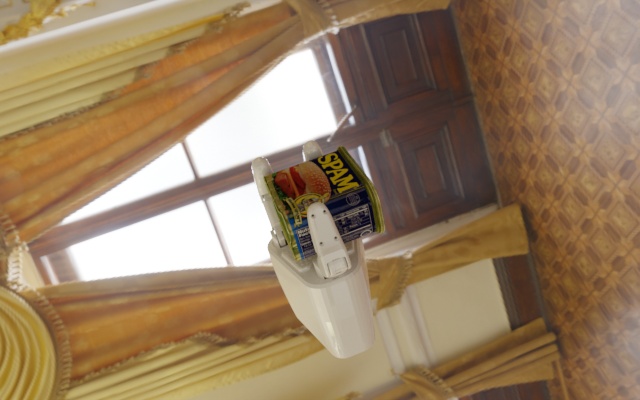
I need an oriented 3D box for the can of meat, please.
[{"bbox_3d":[0.000,0.002,0.444,0.084,0.057,0.102,-20,36,-7],"label":"can of meat"}]
